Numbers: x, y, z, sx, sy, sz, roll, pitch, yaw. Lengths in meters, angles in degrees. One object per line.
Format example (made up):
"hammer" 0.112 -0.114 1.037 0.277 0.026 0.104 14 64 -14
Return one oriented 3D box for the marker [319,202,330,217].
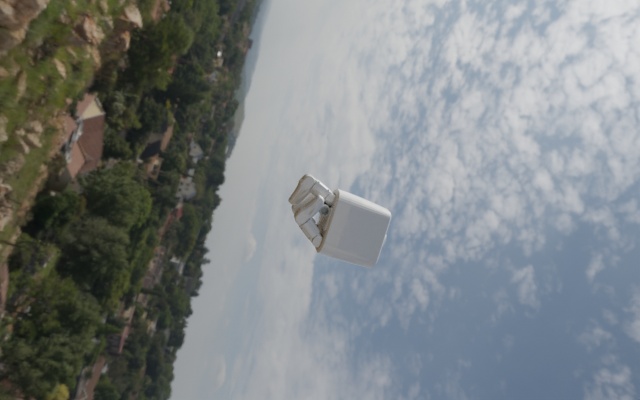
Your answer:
"marker" 0.000 0.003 0.859 0.020 0.020 0.121 0 15 -7
